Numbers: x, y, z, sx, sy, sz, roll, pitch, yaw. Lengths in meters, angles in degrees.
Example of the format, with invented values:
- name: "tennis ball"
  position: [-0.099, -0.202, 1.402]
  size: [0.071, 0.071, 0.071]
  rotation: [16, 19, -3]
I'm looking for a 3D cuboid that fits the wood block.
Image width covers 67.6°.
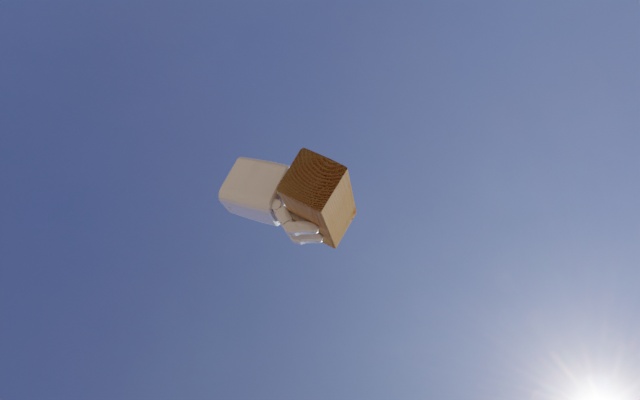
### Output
- name: "wood block"
  position: [0.000, 0.002, 0.868]
  size: [0.090, 0.091, 0.206]
  rotation: [26, -16, 17]
